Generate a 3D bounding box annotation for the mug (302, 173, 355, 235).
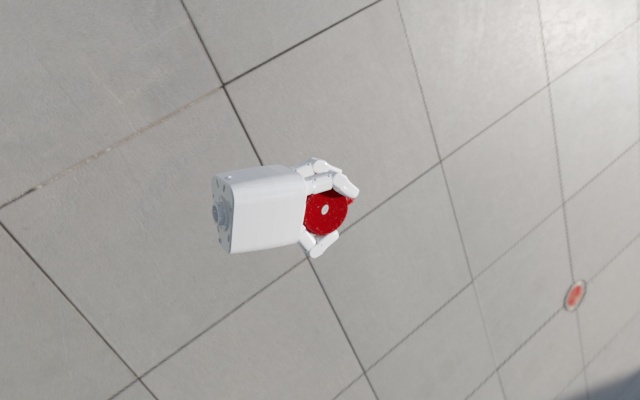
[{"bbox_3d":[0.001,0.002,0.748,0.117,0.093,0.081,-10,21,-28],"label":"mug"}]
